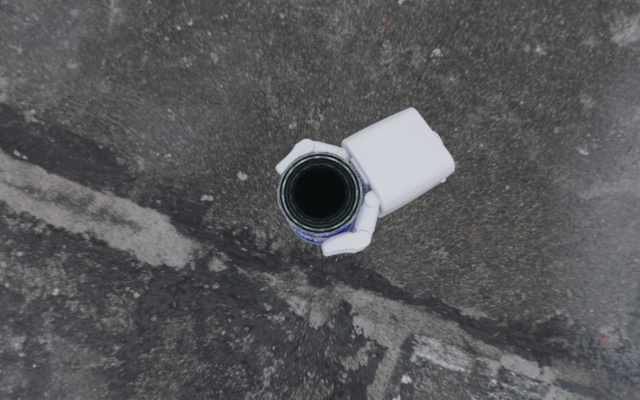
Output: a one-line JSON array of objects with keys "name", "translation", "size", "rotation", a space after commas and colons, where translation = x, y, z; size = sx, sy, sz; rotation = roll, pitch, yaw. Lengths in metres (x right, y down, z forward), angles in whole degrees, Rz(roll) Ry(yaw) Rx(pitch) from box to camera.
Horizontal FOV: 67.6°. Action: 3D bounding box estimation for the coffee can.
[{"name": "coffee can", "translation": [0.000, 0.002, 0.635], "size": [0.103, 0.103, 0.140], "rotation": [0, -9, 1]}]
